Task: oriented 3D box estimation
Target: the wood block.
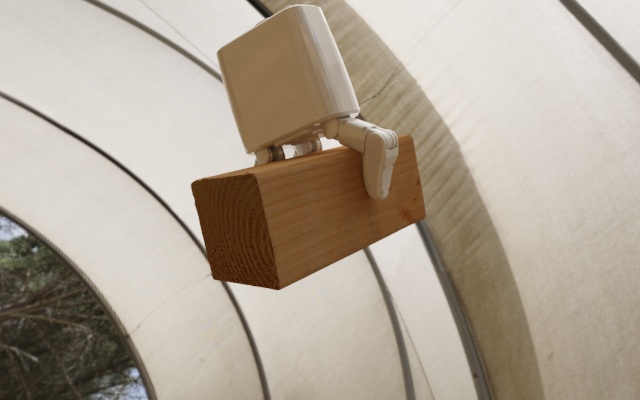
[{"bbox_3d":[0.000,0.001,0.443,0.091,0.090,0.206,-3,12,45],"label":"wood block"}]
